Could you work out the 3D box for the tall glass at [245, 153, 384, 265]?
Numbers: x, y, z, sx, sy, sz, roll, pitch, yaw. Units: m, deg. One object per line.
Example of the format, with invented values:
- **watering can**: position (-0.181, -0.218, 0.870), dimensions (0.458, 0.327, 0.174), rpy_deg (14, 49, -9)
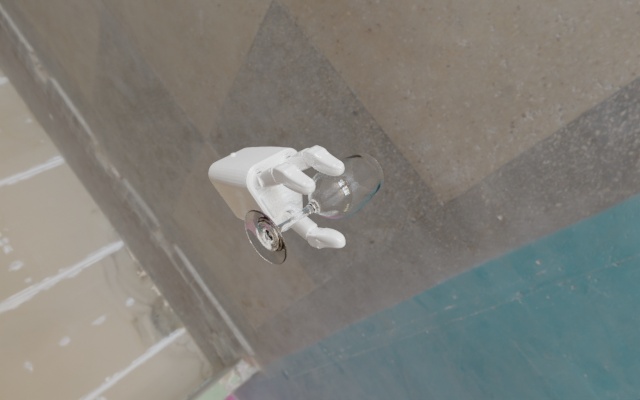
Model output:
- **tall glass**: position (0.000, 0.002, 0.631), dimensions (0.201, 0.079, 0.079), rpy_deg (-32, 21, -37)
